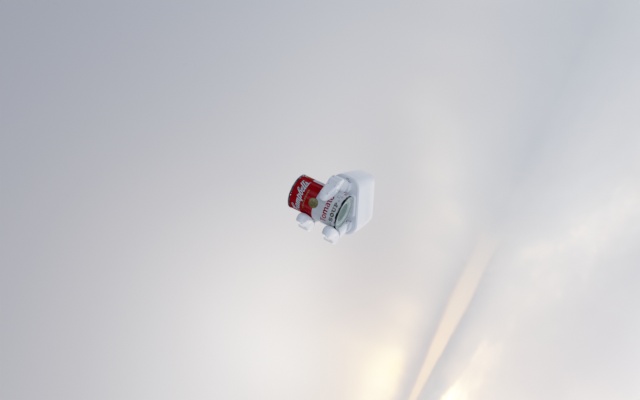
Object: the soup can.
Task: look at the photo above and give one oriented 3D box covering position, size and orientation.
[{"bbox_3d":[0.000,0.003,0.874,0.102,0.068,0.068,26,9,19],"label":"soup can"}]
